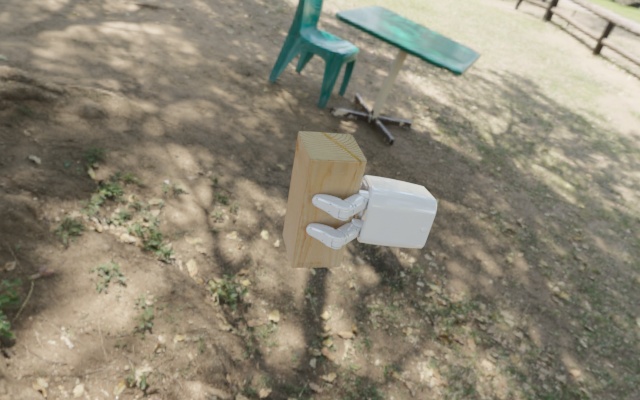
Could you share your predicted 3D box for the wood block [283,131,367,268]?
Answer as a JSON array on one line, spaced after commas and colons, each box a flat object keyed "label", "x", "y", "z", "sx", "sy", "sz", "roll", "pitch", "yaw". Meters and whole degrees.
[{"label": "wood block", "x": 0.000, "y": 0.002, "z": 0.773, "sx": 0.090, "sy": 0.206, "sz": 0.090, "roll": 1, "pitch": 34, "yaw": -16}]
